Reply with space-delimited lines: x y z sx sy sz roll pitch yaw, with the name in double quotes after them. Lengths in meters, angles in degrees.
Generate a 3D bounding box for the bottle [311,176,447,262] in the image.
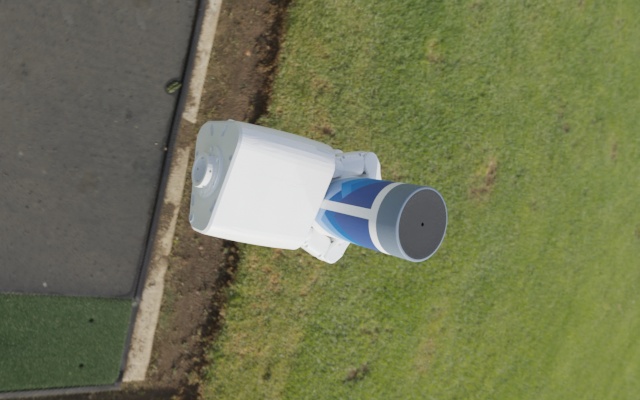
0.000 0.002 0.527 0.069 0.069 0.295 0 7 -37 "bottle"
